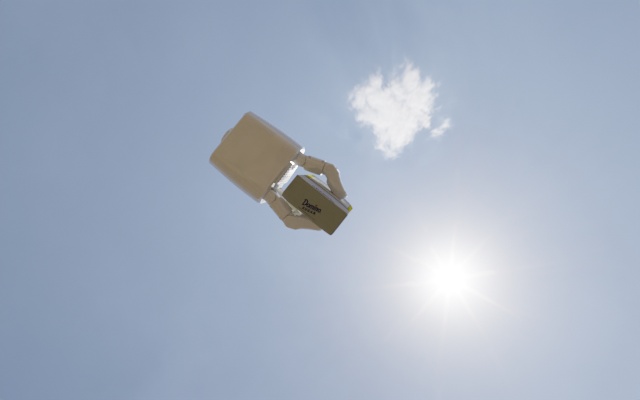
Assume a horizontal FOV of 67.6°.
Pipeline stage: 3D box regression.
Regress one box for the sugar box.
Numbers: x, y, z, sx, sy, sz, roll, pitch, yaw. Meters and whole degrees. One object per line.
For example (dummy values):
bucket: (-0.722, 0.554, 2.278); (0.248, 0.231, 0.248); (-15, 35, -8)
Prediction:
sugar box: (0.000, 0.003, 0.747); (0.093, 0.048, 0.176); (39, 8, 4)
